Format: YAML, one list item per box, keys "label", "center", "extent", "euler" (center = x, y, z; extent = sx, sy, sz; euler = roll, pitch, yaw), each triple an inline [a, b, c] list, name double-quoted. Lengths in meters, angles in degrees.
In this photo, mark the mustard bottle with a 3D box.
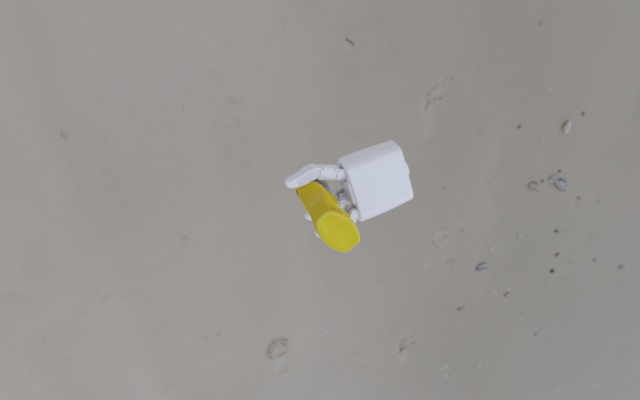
- label: "mustard bottle"
  center: [0.000, 0.003, 0.829]
  extent: [0.096, 0.058, 0.191]
  euler: [44, 9, -37]
